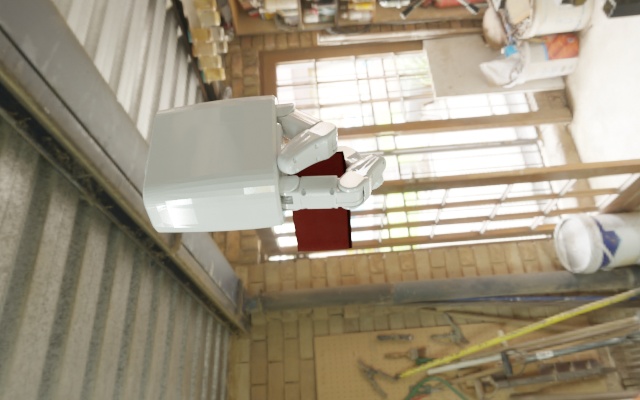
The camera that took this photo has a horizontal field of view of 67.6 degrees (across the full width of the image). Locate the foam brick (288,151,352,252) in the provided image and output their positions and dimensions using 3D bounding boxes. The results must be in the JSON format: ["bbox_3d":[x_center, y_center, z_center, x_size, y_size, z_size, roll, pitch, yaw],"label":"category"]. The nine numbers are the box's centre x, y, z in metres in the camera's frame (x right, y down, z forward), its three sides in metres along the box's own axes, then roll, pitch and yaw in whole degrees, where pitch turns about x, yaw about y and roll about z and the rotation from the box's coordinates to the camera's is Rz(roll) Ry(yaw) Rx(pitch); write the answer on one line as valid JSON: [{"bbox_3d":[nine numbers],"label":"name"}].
[{"bbox_3d":[0.000,0.002,0.437,0.051,0.078,0.053,-6,40,0],"label":"foam brick"}]
